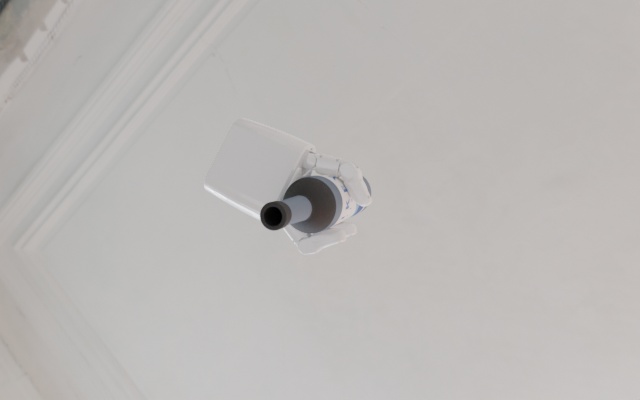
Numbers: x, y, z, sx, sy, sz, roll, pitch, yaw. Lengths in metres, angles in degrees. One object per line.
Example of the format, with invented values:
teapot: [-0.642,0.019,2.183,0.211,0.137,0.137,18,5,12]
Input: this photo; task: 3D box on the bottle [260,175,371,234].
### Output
bottle: [0.000,0.002,0.587,0.069,0.069,0.295,0,5,18]
